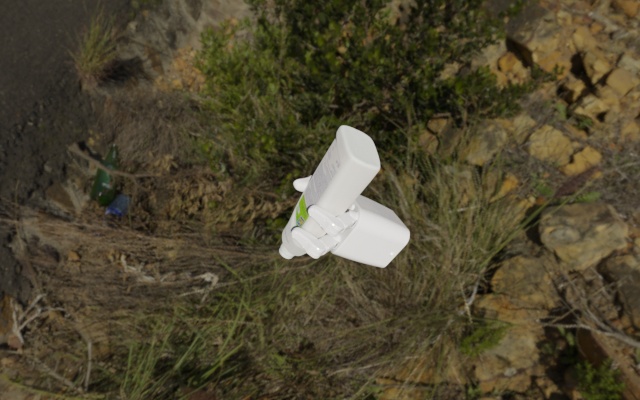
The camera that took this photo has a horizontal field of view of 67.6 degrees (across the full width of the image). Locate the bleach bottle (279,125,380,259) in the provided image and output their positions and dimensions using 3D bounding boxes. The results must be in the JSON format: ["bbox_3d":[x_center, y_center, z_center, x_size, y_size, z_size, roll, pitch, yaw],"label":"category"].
[{"bbox_3d":[0.000,0.003,0.796,0.068,0.251,0.102,20,36,-24],"label":"bleach bottle"}]
